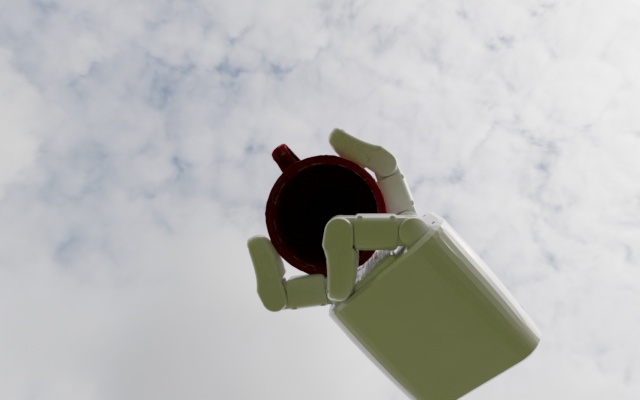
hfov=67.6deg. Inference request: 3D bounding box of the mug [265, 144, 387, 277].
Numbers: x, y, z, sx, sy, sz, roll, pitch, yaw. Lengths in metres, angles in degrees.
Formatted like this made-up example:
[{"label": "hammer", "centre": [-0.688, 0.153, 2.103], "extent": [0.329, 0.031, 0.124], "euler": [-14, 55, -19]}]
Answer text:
[{"label": "mug", "centre": [-0.001, 0.000, 0.402], "extent": [0.093, 0.117, 0.081], "euler": [-41, -2, 6]}]
